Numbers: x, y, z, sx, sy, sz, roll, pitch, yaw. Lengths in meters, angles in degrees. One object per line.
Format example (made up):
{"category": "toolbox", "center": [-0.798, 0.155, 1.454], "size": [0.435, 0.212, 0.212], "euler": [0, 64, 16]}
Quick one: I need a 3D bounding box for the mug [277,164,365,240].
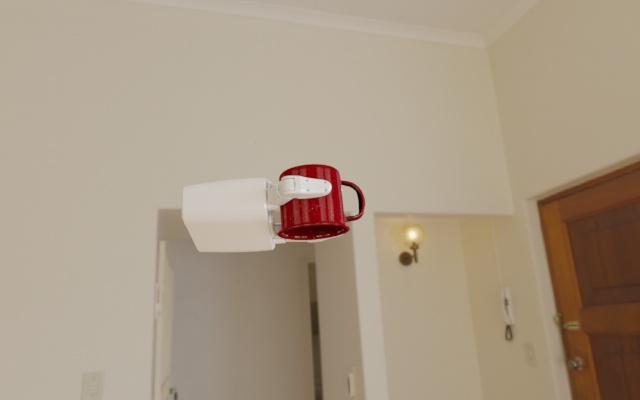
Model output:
{"category": "mug", "center": [0.002, 0.002, 0.623], "size": [0.117, 0.081, 0.093], "euler": [-4, -16, -3]}
